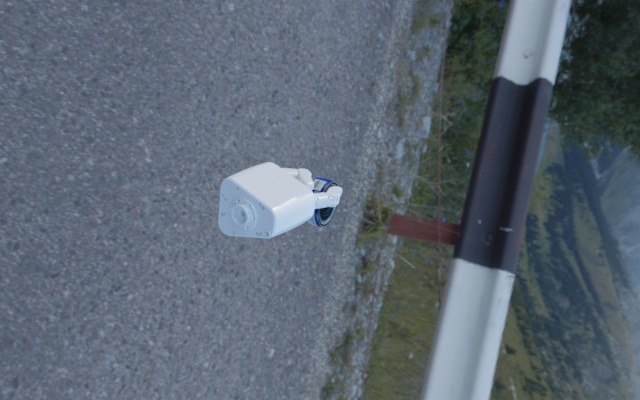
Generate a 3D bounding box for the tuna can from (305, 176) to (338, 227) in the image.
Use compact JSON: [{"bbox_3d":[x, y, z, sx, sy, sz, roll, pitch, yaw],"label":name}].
[{"bbox_3d":[0.001,0.003,0.842,0.034,0.086,0.086,15,6,24],"label":"tuna can"}]
